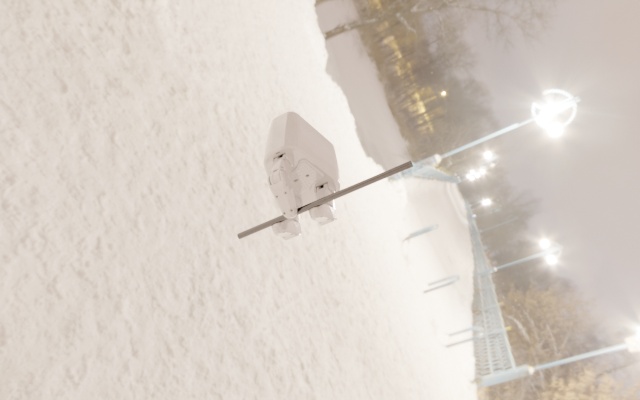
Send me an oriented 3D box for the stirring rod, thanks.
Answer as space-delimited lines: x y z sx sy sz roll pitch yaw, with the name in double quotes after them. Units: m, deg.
0.000 0.002 0.590 0.239 0.011 0.011 -23 -7 16 "stirring rod"
